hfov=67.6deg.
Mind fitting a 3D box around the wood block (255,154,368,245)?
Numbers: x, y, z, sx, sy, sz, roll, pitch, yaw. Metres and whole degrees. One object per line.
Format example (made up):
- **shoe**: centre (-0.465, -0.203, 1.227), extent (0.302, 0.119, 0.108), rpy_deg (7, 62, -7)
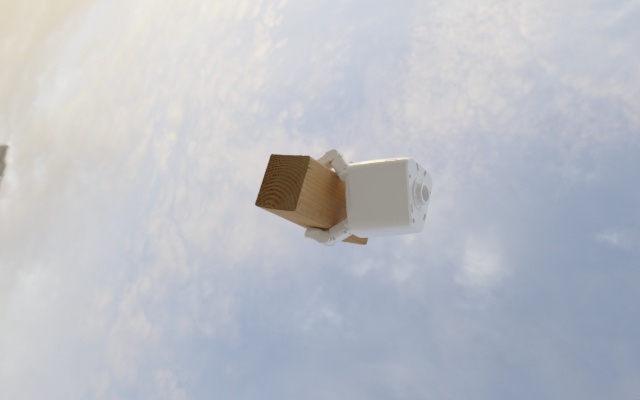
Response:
- **wood block**: centre (0.000, 0.003, 0.807), extent (0.090, 0.091, 0.206), rpy_deg (7, -14, 39)
